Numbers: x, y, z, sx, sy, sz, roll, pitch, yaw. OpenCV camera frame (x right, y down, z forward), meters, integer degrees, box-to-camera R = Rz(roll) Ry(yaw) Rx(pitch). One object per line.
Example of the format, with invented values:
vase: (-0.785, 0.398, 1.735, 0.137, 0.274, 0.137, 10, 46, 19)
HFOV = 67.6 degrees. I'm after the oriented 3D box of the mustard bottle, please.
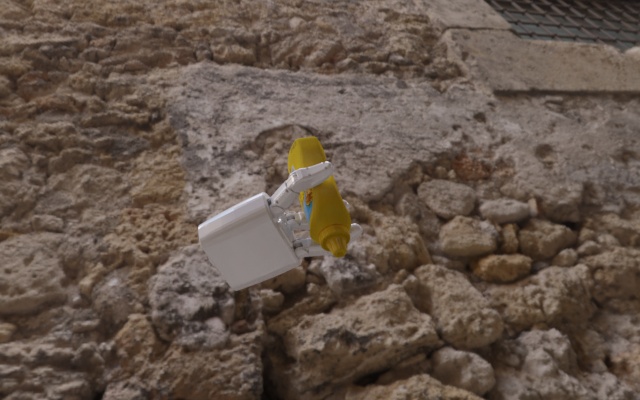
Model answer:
mustard bottle: (0.000, 0.002, 0.672, 0.058, 0.096, 0.191, -8, 46, -13)
